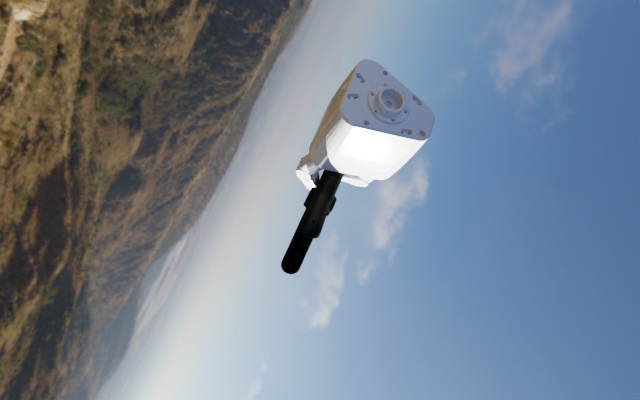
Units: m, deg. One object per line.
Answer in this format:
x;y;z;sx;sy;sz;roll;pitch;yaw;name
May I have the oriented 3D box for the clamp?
0.001;0.002;0.590;0.039;0.171;0.120;26;-25;-8;clamp
